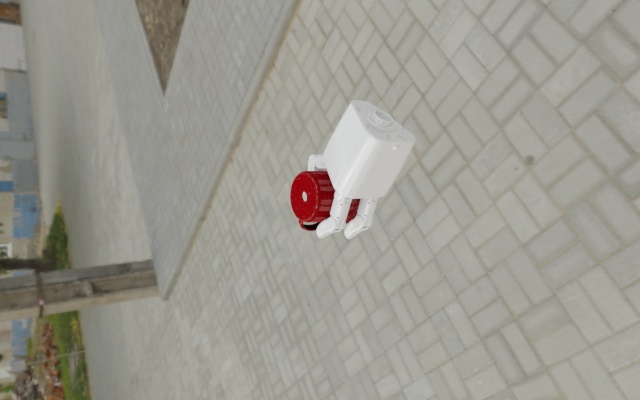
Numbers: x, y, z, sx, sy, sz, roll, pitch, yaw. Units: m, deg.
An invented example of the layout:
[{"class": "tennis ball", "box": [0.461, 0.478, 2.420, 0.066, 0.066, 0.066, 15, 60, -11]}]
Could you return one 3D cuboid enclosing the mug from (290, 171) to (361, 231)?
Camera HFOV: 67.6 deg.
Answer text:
[{"class": "mug", "box": [-0.001, 0.004, 0.776, 0.081, 0.117, 0.093, -1, 42, -37]}]
